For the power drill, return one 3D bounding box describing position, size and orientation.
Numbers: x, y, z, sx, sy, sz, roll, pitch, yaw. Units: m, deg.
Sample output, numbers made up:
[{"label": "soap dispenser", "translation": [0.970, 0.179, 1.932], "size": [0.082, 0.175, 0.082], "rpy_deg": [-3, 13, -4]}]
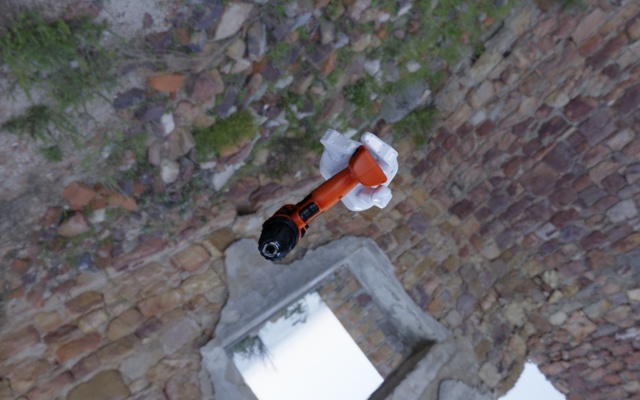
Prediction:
[{"label": "power drill", "translation": [0.001, 0.002, 0.653], "size": [0.187, 0.057, 0.184], "rpy_deg": [-35, 8, 10]}]
